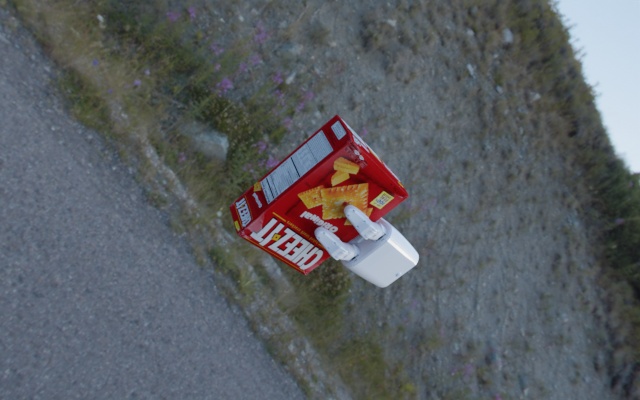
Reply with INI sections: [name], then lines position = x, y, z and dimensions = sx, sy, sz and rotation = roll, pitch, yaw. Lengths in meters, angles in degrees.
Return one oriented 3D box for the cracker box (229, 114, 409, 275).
[cracker box]
position = 0.000, 0.002, 0.713
dimensions = 0.214, 0.072, 0.164
rotation = -39, -47, 13
